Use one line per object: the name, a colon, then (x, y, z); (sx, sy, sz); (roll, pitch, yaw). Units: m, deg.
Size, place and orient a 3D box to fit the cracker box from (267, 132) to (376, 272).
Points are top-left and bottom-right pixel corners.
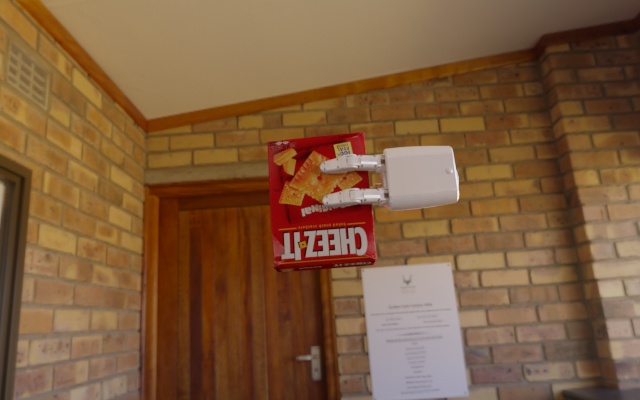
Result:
cracker box: (0.000, 0.002, 0.784); (0.164, 0.213, 0.072); (-5, -14, 2)
